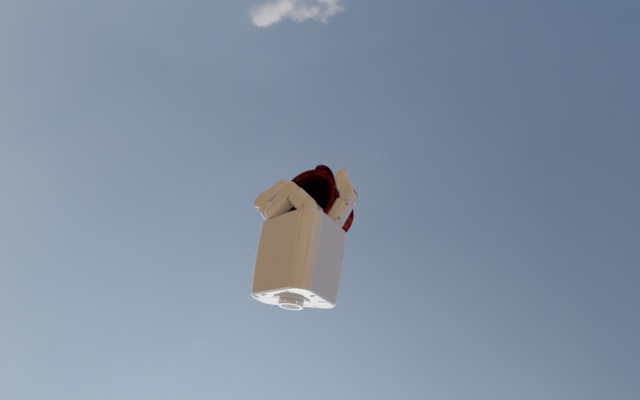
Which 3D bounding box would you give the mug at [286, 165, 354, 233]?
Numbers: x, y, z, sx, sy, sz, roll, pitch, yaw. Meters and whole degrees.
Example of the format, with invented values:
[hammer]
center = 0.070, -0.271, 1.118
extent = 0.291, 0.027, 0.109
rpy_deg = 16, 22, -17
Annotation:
[mug]
center = 0.000, 0.001, 0.728
extent = 0.093, 0.117, 0.081
rpy_deg = -7, -30, 29
